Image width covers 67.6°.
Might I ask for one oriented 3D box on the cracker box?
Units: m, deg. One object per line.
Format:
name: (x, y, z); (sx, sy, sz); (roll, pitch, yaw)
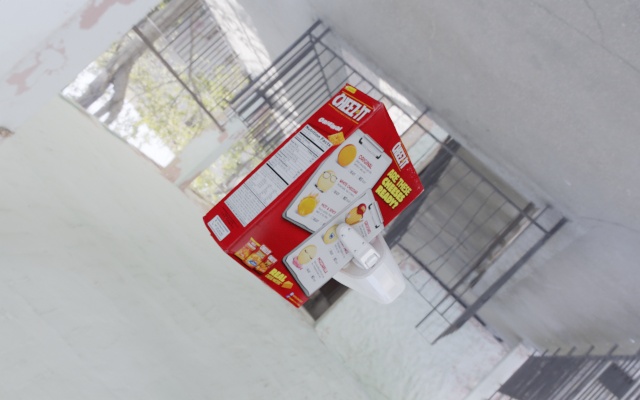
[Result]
cracker box: (0.000, 0.002, 0.538); (0.072, 0.213, 0.164); (43, -5, 40)
